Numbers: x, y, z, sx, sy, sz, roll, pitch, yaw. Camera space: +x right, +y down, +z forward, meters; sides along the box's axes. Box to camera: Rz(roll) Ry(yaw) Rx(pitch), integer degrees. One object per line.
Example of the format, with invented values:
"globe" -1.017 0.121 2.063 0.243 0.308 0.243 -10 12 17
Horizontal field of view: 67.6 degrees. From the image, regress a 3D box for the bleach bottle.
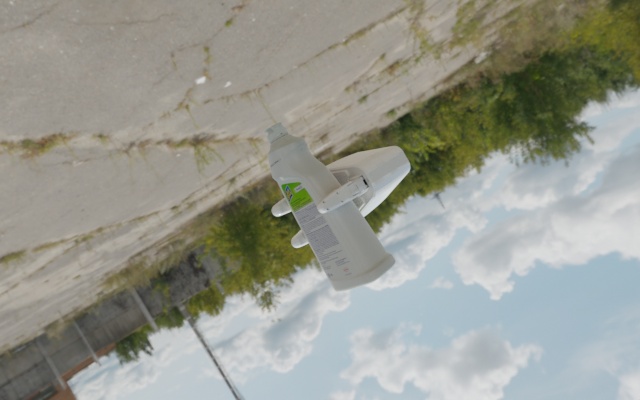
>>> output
"bleach bottle" 0.000 0.002 0.672 0.068 0.251 0.102 -31 1 -40
